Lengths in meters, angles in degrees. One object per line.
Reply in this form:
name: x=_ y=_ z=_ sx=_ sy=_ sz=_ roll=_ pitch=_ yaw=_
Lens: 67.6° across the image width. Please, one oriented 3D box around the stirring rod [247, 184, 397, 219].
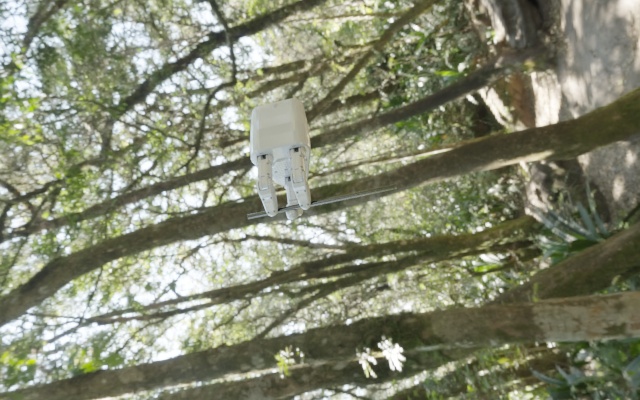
stirring rod: x=0.000 y=0.002 z=0.753 sx=0.239 sy=0.011 sz=0.011 roll=-12 pitch=-2 yaw=7
